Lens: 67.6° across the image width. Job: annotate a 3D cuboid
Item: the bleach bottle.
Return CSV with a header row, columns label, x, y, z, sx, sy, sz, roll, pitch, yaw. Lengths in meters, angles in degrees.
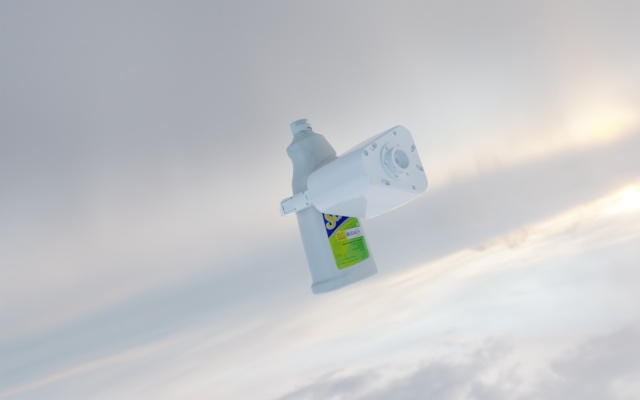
label,x,y,z,sx,sy,sz,roll,pitch,yaw
bleach bottle,0.000,0.002,0.698,0.102,0.251,0.068,-13,-8,-39
